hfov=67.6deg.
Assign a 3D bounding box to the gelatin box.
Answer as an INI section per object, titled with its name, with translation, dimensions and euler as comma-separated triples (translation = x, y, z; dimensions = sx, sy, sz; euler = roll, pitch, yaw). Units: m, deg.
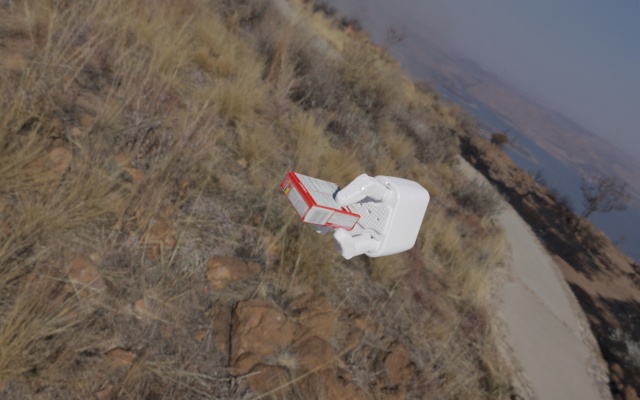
[gelatin box]
translation = 0.000, 0.002, 0.624
dimensions = 0.089, 0.030, 0.073
euler = 14, 29, -42
